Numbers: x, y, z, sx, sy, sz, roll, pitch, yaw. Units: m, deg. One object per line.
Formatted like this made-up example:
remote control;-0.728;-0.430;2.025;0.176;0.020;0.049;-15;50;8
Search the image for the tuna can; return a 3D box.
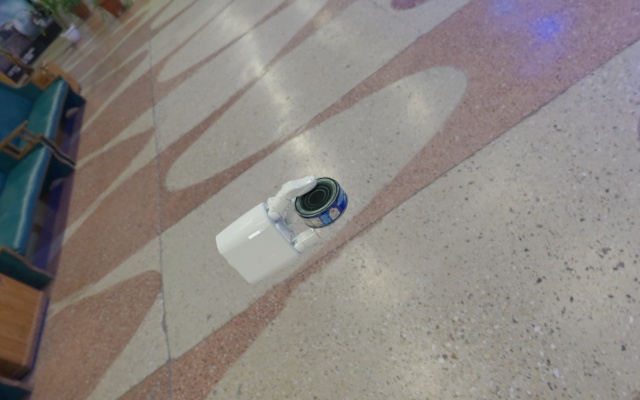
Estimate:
tuna can;0.000;0.002;0.789;0.086;0.086;0.034;0;-38;36
